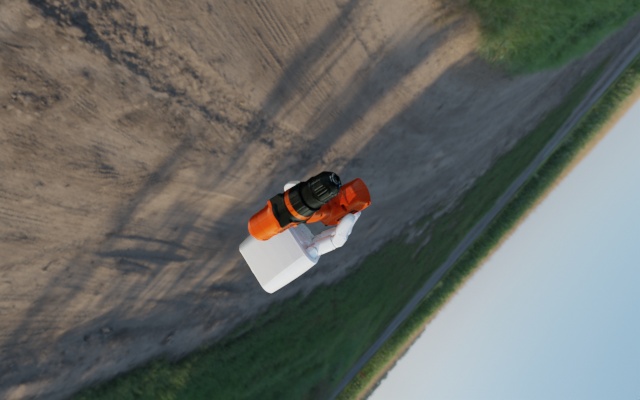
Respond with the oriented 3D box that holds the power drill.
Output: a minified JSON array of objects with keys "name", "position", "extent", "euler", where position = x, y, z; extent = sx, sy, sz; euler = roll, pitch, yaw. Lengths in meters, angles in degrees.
[{"name":"power drill","position":[0.000,0.003,0.766],"extent":[0.184,0.057,0.187],"euler":[-30,-15,36]}]
